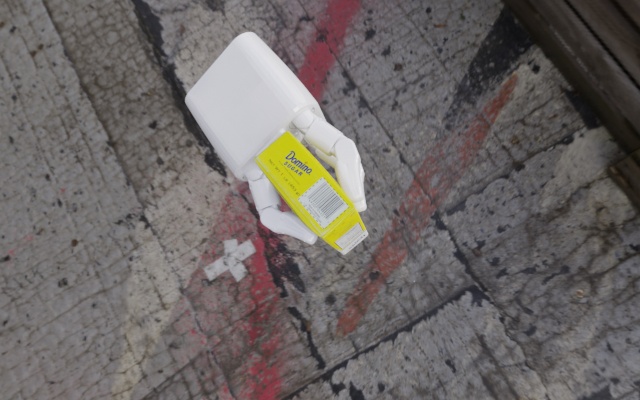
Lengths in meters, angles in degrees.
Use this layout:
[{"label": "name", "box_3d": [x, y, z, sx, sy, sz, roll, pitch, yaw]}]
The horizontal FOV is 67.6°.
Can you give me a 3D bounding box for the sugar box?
[{"label": "sugar box", "box_3d": [0.000, 0.001, 0.480, 0.048, 0.093, 0.176, -41, -14, 2]}]
